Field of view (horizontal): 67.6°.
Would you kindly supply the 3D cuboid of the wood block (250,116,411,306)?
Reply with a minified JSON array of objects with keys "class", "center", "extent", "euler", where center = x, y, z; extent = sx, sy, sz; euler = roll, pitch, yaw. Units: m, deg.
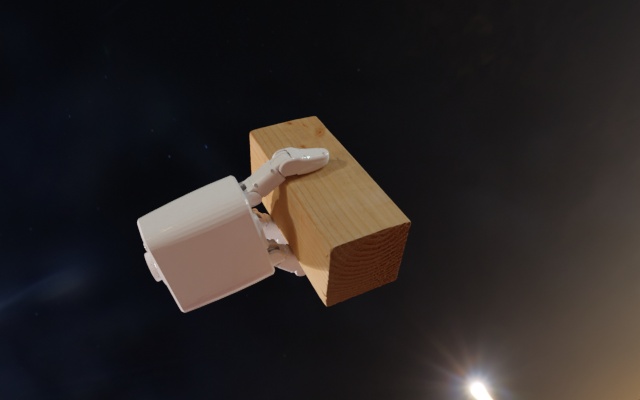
[{"class":"wood block","center":[0.000,0.002,0.536],"extent":[0.090,0.091,0.206],"euler":[-17,46,-22]}]
